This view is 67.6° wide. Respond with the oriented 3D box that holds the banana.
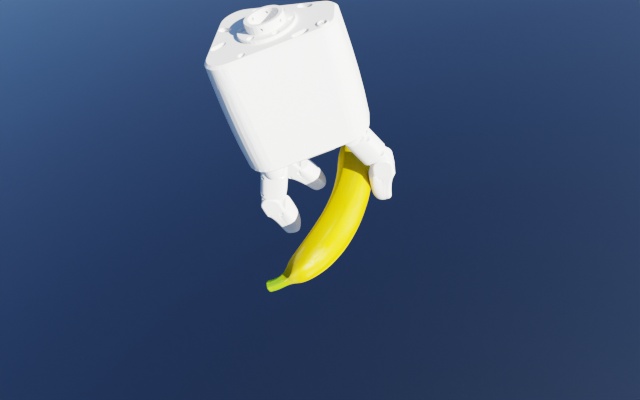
[{"bbox_3d":[0.014,0.006,0.477,0.069,0.197,0.037,7,-37,35],"label":"banana"}]
